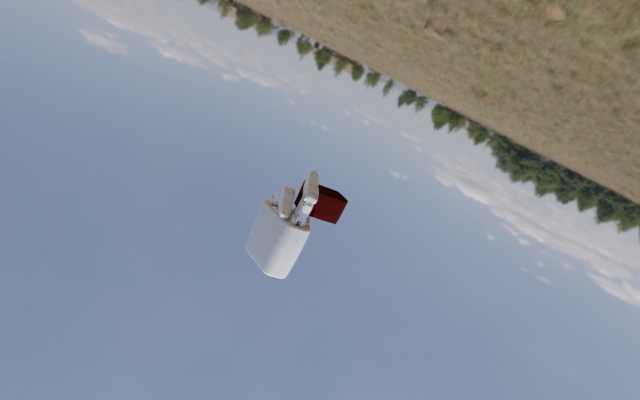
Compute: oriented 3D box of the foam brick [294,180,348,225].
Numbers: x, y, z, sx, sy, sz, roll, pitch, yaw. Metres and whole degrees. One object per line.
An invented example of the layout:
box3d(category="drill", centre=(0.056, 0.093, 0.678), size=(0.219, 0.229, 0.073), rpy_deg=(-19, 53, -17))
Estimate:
box3d(category="foam brick", centre=(0.000, 0.003, 0.888), size=(0.078, 0.051, 0.053), rpy_deg=(19, 14, -24))
